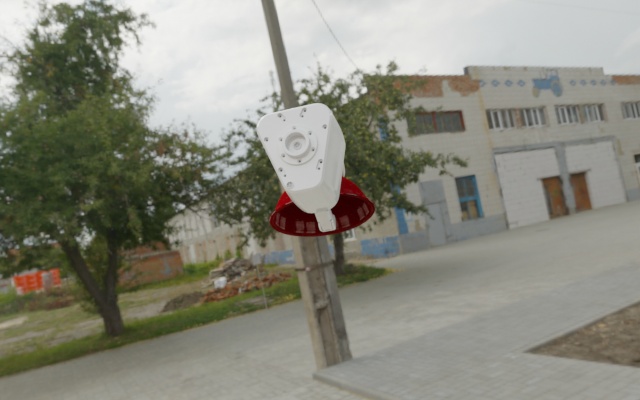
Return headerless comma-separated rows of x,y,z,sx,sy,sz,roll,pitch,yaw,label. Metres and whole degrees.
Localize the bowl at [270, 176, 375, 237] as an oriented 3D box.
0.000,0.003,0.738,0.162,0.055,0.162,-7,-25,-3,bowl
